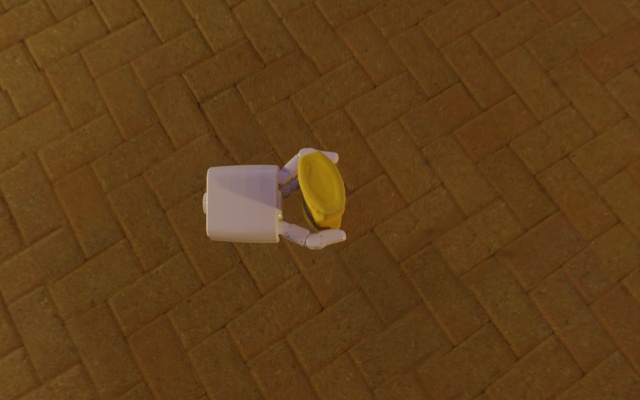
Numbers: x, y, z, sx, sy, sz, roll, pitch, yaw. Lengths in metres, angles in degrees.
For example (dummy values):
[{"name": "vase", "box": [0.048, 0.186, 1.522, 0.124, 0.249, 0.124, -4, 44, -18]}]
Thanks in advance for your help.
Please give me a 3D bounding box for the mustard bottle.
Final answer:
[{"name": "mustard bottle", "box": [0.000, 0.002, 0.743, 0.058, 0.096, 0.192, -23, -16, -8]}]
